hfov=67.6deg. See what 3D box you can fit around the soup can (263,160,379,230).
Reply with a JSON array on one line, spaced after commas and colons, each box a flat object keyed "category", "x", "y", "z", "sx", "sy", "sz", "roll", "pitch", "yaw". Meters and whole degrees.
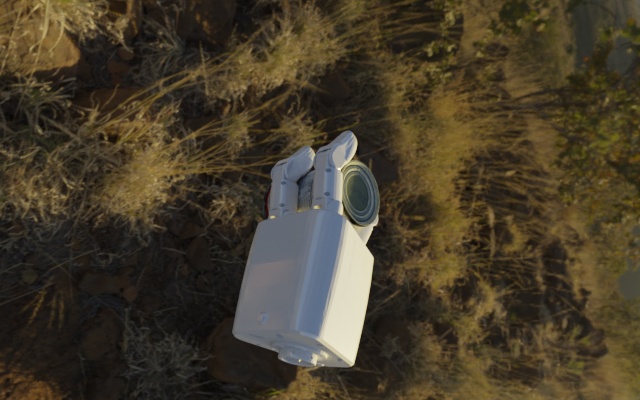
[{"category": "soup can", "x": 0.000, "y": 0.001, "z": 0.489, "sx": 0.102, "sy": 0.068, "sz": 0.068, "roll": -13, "pitch": -9, "yaw": 39}]
